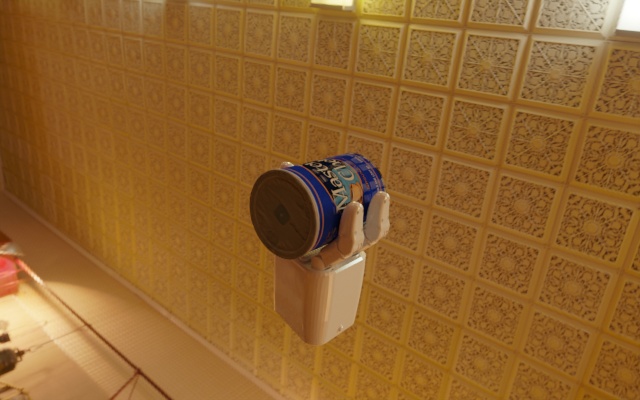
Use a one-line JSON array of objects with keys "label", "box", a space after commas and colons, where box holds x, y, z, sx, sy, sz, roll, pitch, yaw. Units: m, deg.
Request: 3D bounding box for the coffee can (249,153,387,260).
[{"label": "coffee can", "box": [0.000, 0.002, 0.579, 0.103, 0.103, 0.140, 0, 12, 41]}]
